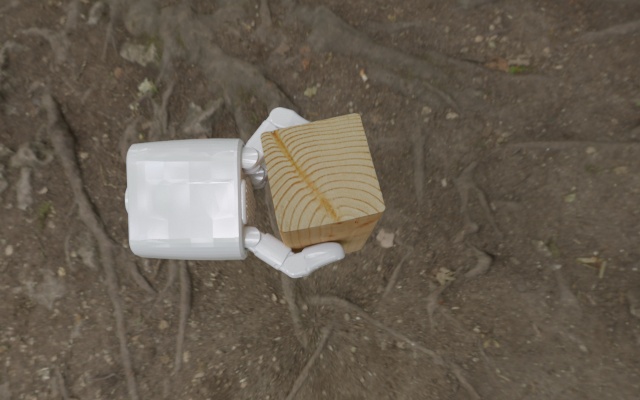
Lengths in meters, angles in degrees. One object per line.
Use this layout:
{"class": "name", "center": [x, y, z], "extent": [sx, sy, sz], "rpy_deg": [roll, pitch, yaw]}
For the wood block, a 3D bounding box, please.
{"class": "wood block", "center": [0.000, 0.002, 0.492], "extent": [0.090, 0.090, 0.206], "rpy_deg": [-12, -14, -3]}
